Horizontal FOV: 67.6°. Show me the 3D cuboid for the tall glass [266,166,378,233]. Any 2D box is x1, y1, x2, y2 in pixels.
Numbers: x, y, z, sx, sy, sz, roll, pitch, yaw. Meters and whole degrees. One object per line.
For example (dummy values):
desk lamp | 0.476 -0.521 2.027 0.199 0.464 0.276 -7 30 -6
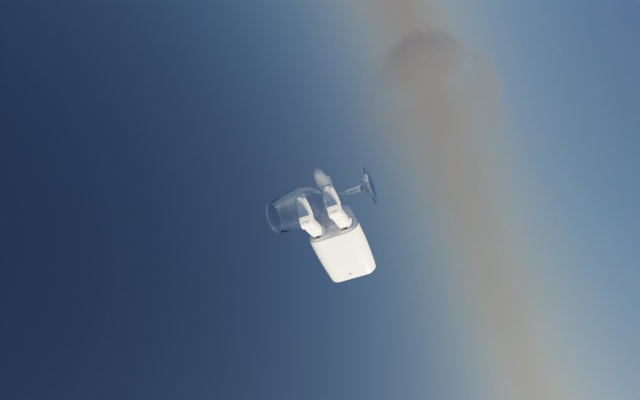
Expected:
tall glass | 0.001 0.003 0.894 0.201 0.079 0.079 -19 -5 16
